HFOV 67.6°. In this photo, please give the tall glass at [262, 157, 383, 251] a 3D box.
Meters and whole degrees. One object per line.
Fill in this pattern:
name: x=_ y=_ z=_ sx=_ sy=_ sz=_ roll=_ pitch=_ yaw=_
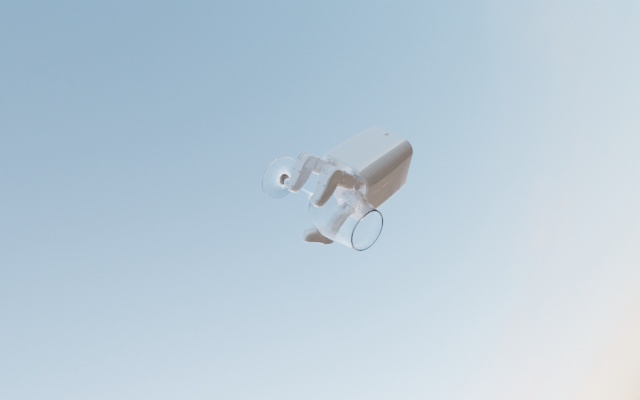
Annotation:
tall glass: x=0.000 y=0.002 z=0.712 sx=0.079 sy=0.079 sz=0.201 roll=0 pitch=23 yaw=-45
